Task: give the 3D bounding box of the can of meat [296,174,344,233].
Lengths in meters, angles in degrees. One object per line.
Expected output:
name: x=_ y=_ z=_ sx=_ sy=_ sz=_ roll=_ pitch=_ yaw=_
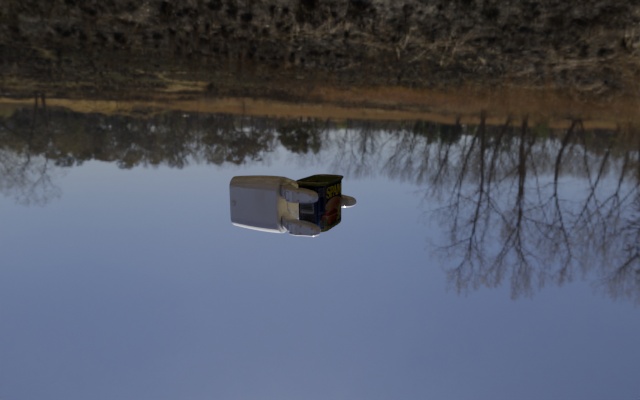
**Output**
can of meat: x=0.000 y=0.003 z=0.816 sx=0.057 sy=0.084 sz=0.102 roll=4 pitch=11 yaw=22
